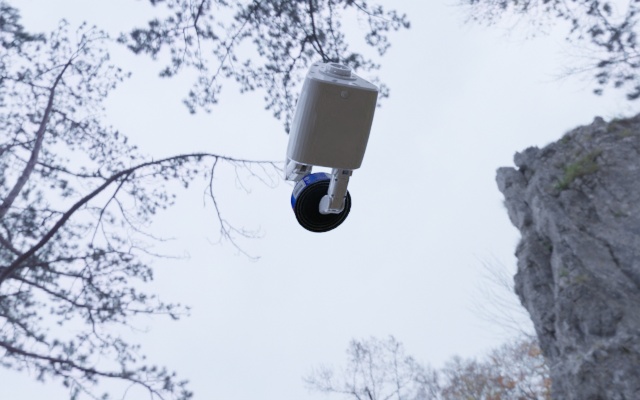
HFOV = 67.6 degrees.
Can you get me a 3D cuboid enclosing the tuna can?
[{"bbox_3d":[0.000,0.002,0.695,0.086,0.086,0.033,0,26,-17],"label":"tuna can"}]
